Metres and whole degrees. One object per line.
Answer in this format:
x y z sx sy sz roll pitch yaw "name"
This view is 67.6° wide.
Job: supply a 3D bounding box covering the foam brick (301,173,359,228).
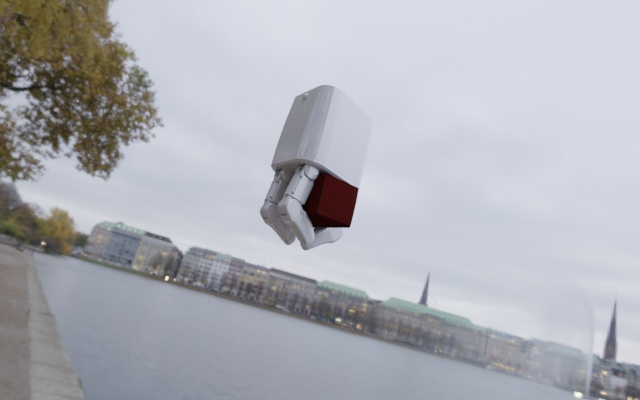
0.000 0.002 0.586 0.053 0.051 0.078 24 -16 -31 "foam brick"
